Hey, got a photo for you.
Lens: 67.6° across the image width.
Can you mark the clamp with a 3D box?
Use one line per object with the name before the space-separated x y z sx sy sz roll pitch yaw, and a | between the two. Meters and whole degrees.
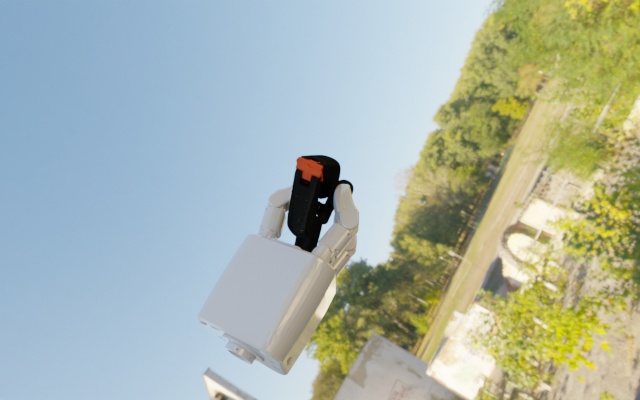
clamp | -0.001 0.001 0.553 0.036 0.164 0.210 22 -27 13
